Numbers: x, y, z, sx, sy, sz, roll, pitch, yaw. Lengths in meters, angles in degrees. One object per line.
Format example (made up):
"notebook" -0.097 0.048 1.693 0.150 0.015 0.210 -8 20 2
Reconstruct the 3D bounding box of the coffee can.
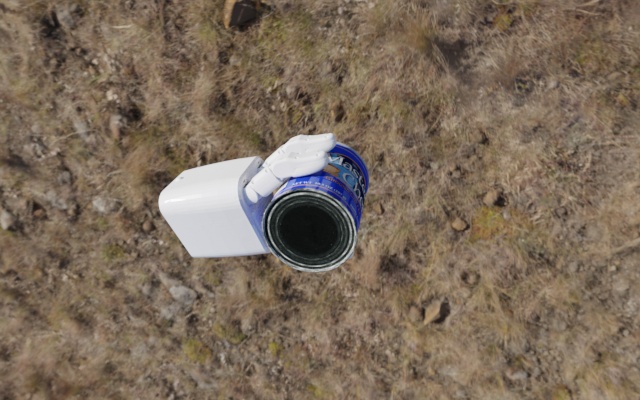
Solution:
"coffee can" 0.000 0.002 0.560 0.103 0.103 0.140 0 27 12
